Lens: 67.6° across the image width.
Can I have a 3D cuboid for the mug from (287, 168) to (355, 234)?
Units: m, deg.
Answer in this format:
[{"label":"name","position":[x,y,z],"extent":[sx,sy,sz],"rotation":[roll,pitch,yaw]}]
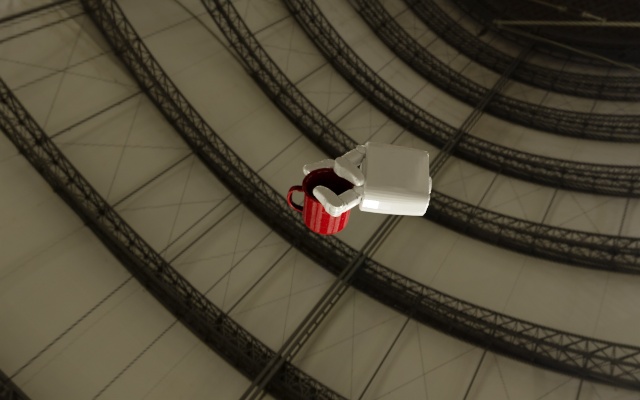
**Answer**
[{"label":"mug","position":[-0.001,0.003,0.823],"extent":[0.117,0.093,0.082],"rotation":[7,-45,-1]}]
